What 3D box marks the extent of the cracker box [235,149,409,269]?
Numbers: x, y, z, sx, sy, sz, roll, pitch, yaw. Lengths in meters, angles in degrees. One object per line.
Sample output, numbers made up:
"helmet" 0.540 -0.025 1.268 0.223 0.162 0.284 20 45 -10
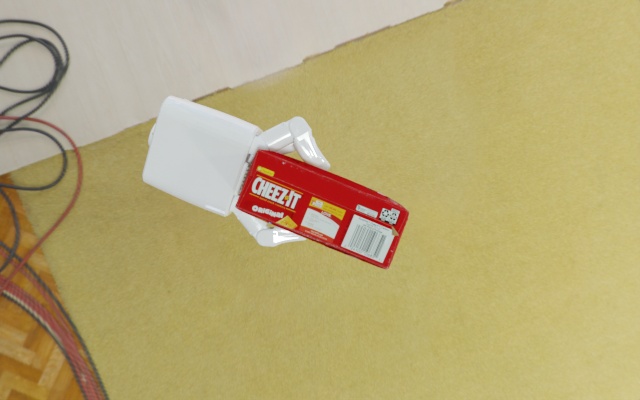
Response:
"cracker box" 0.000 0.002 0.565 0.164 0.072 0.213 22 3 -3
